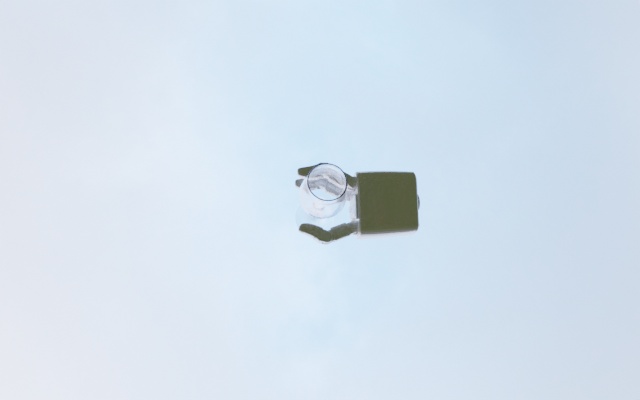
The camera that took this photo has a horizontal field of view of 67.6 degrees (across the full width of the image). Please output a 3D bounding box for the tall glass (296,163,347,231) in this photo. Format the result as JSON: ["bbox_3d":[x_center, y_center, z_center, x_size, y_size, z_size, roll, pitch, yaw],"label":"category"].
[{"bbox_3d":[0.000,0.003,0.813,0.079,0.079,0.201,0,-18,-6],"label":"tall glass"}]
